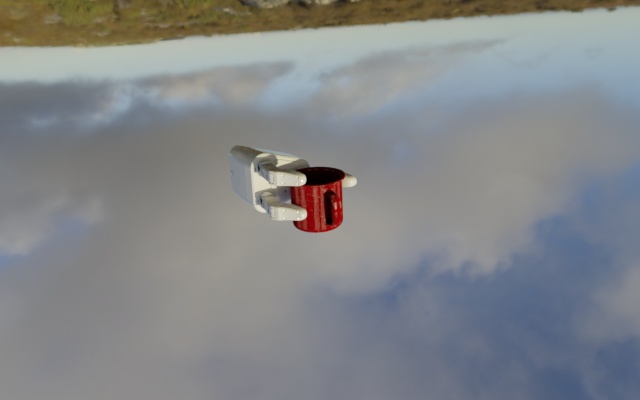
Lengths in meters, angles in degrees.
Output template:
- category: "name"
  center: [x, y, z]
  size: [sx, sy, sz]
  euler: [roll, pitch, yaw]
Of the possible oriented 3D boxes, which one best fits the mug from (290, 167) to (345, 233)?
- category: "mug"
  center: [0.001, 0.003, 0.742]
  size: [0.093, 0.081, 0.117]
  euler: [-15, 24, -27]
